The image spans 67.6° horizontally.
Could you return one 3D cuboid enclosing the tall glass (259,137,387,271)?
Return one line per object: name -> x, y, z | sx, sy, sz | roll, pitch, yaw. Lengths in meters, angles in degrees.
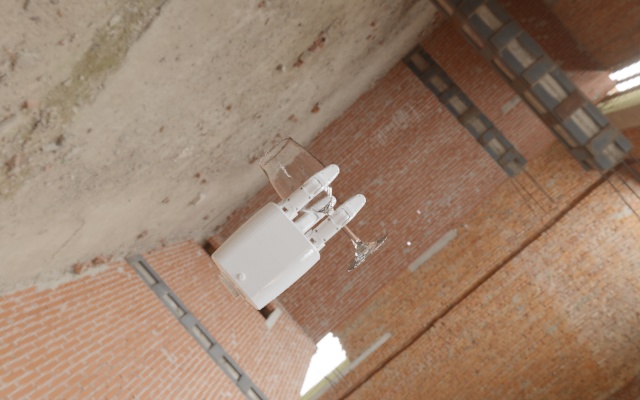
tall glass -> 0.001, 0.003, 0.685 | 0.079, 0.201, 0.079 | -42, -2, -2
